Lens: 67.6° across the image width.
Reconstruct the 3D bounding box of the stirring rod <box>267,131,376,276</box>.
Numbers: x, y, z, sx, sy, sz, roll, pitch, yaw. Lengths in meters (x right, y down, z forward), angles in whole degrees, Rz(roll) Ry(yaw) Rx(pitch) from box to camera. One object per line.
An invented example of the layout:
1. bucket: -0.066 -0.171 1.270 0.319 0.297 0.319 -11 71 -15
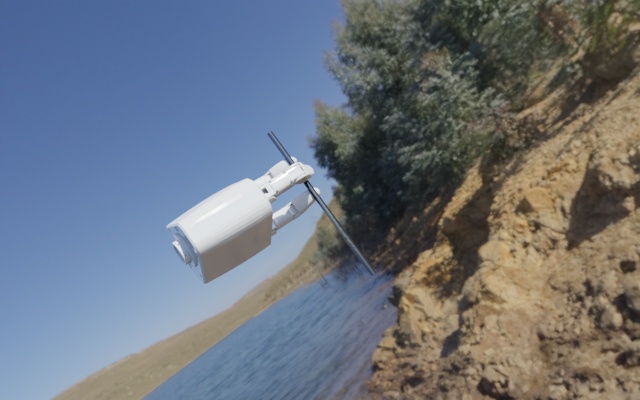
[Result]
1. stirring rod: 0.000 0.002 0.651 0.011 0.239 0.011 -36 -6 -5
